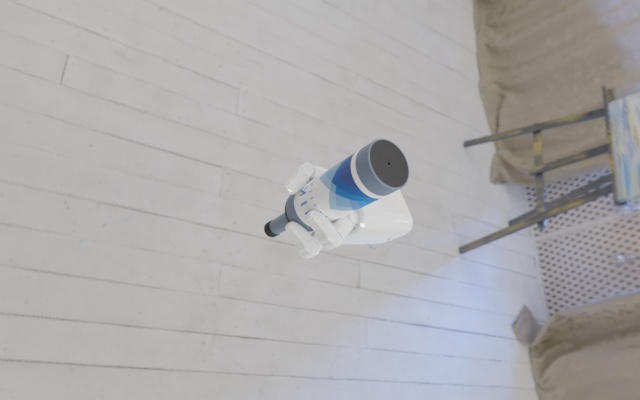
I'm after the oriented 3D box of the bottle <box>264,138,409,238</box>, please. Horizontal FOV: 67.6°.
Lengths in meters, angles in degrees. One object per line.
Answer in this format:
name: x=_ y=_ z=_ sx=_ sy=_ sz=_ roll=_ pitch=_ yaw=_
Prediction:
bottle: x=0.000 y=0.002 z=0.685 sx=0.069 sy=0.069 sz=0.296 roll=0 pitch=-19 yaw=-36
